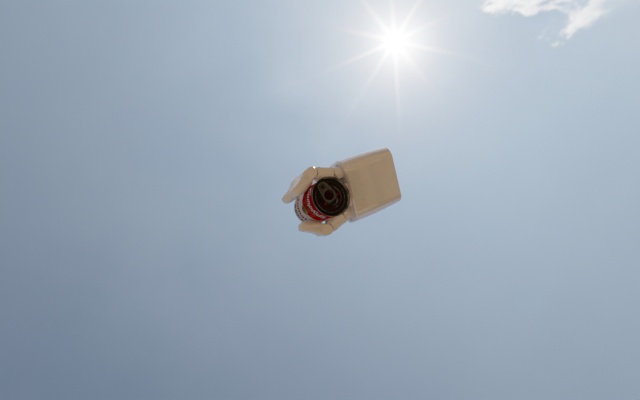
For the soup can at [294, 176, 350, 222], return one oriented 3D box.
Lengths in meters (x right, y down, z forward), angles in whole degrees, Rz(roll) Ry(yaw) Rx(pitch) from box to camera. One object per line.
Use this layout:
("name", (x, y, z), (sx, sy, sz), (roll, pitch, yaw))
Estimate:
("soup can", (0.000, 0.003, 0.828), (0.068, 0.068, 0.102), (0, -11, -21))
